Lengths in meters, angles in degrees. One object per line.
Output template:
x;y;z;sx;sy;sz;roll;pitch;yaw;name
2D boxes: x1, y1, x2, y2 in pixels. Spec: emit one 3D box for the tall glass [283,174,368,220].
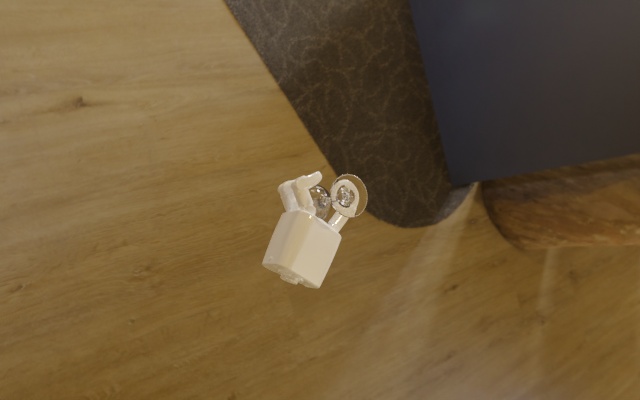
0.001;0.003;0.890;0.079;0.079;0.201;0;-6;-29;tall glass
